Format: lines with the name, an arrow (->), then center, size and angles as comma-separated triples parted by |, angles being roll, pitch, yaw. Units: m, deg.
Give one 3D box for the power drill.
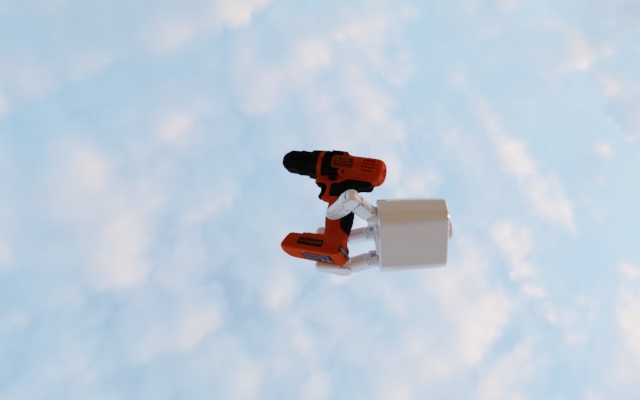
power drill -> 0.000, 0.003, 0.775 | 0.184, 0.187, 0.057 | 8, -22, 24
